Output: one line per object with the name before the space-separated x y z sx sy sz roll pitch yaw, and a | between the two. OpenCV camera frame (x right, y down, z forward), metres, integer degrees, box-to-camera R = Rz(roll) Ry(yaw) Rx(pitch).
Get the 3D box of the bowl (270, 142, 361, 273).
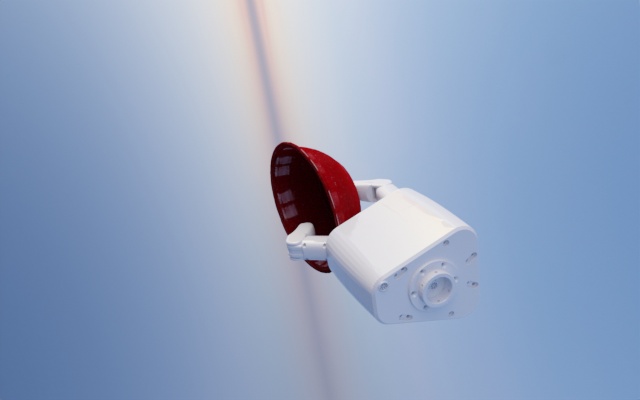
bowl | 0.000 0.001 0.570 0.055 0.162 0.162 -21 9 -26
